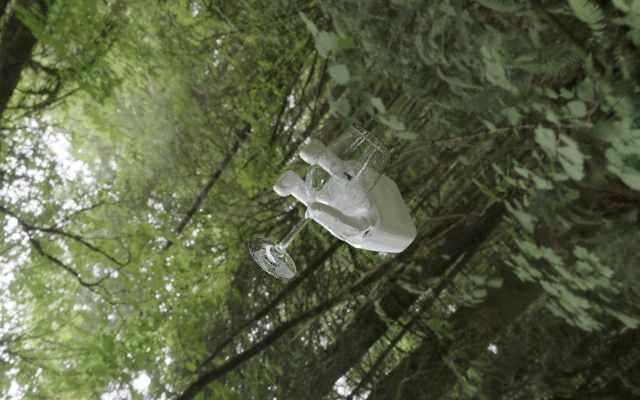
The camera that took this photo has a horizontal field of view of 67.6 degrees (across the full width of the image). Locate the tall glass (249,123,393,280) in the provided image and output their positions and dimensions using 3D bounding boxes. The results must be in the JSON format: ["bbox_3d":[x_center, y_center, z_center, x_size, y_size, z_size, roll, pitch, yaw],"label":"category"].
[{"bbox_3d":[0.000,0.002,0.583,0.079,0.201,0.079,36,19,-14],"label":"tall glass"}]
